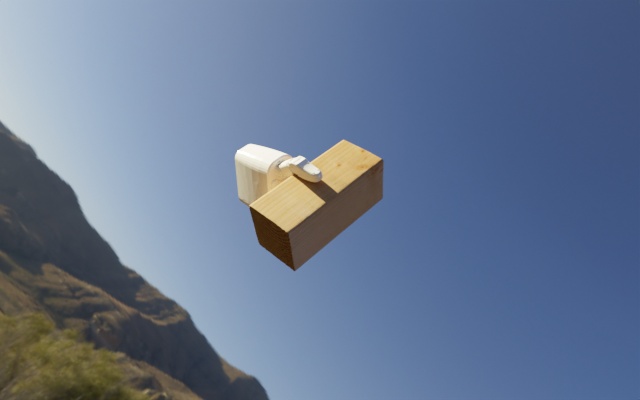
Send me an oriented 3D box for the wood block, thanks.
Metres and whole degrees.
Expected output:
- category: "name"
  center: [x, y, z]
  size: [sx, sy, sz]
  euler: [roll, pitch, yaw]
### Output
- category: "wood block"
  center: [0.000, 0.002, 0.758]
  size: [0.090, 0.091, 0.206]
  euler: [32, 56, 33]
